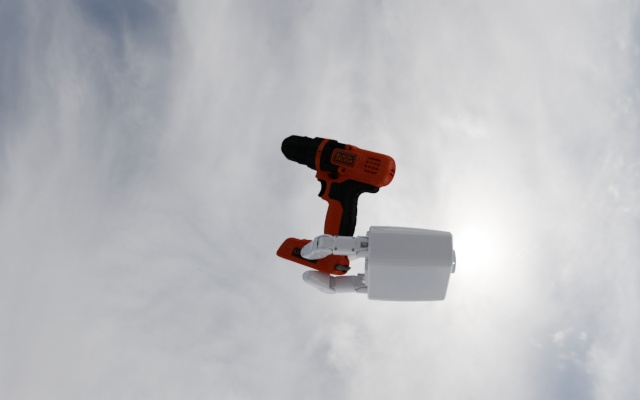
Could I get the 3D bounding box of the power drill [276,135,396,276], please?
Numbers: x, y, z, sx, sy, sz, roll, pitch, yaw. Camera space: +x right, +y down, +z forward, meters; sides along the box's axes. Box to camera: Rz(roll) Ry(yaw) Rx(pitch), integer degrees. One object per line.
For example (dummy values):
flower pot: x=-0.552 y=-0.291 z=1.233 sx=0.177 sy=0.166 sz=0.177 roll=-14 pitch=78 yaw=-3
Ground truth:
power drill: x=0.000 y=0.003 z=0.692 sx=0.184 sy=0.187 sz=0.057 roll=17 pitch=-1 yaw=28
